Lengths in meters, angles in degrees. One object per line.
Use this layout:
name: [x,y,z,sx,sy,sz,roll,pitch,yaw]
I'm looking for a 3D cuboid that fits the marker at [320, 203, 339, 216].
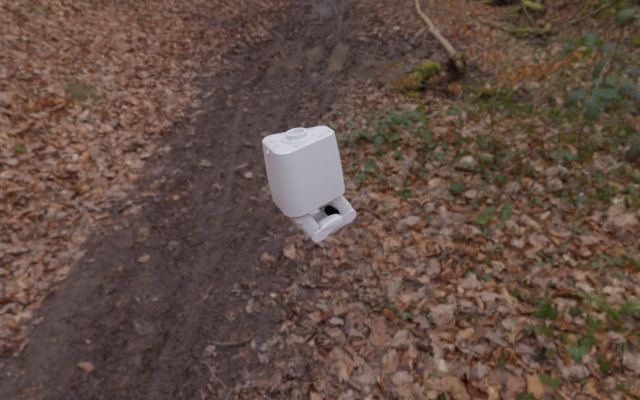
marker: [0.000,0.003,0.820,0.020,0.020,0.121,0,22,-26]
